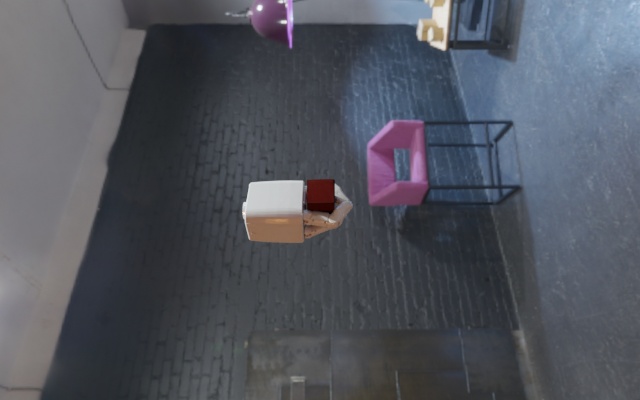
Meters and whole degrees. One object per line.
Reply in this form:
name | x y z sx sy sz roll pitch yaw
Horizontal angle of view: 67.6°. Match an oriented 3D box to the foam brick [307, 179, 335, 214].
foam brick | 0.000 0.003 0.887 0.051 0.053 0.078 1 -32 0
